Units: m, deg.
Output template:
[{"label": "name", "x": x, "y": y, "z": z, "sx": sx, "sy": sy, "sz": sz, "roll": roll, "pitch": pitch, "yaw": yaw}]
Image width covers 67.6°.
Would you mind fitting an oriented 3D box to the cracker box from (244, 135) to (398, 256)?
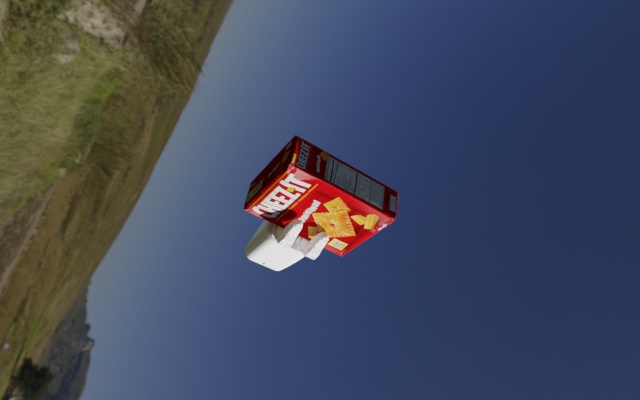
[{"label": "cracker box", "x": 0.000, "y": 0.003, "z": 0.827, "sx": 0.214, "sy": 0.072, "sz": 0.164, "roll": 27, "pitch": -41, "yaw": -22}]
